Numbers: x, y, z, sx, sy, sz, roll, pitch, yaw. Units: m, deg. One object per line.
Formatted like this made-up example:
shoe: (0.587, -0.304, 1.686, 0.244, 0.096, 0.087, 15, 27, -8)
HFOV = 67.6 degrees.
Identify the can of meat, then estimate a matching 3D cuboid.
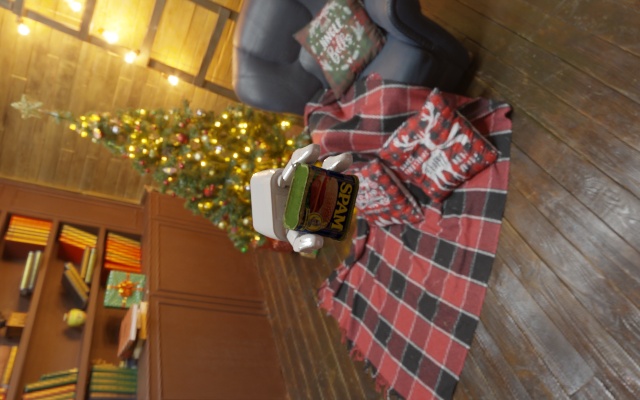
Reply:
can of meat: (0.000, 0.002, 0.693, 0.084, 0.102, 0.057, 14, -1, -27)
